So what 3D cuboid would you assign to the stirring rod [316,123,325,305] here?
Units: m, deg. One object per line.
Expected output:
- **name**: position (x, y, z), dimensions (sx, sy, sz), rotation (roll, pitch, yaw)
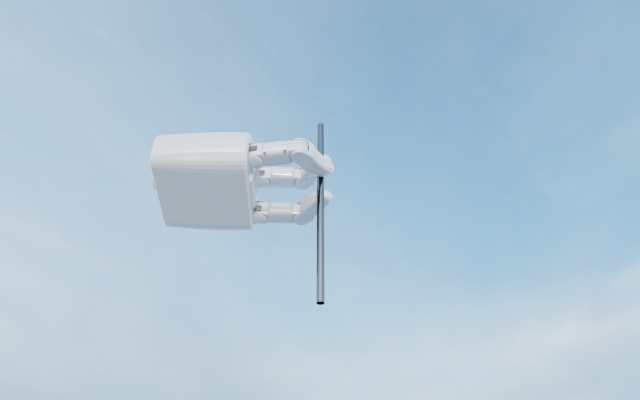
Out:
- **stirring rod**: position (0.000, 0.002, 0.526), dimensions (0.011, 0.239, 0.011), rotation (0, -37, 0)
